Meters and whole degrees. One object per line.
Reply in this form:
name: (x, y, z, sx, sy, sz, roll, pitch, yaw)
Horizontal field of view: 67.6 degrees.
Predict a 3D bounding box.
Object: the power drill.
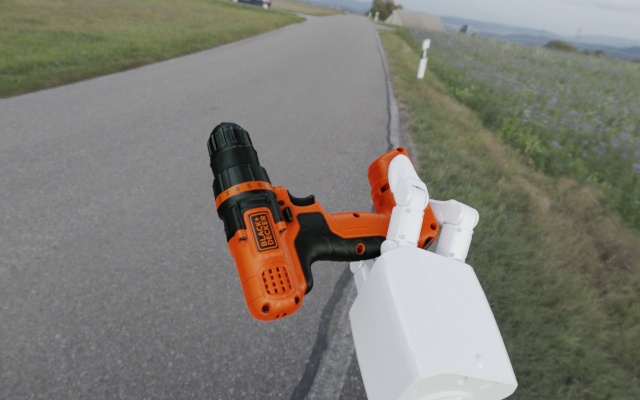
power drill: (0.001, 0.002, 0.438, 0.187, 0.184, 0.057, -11, -21, -21)
